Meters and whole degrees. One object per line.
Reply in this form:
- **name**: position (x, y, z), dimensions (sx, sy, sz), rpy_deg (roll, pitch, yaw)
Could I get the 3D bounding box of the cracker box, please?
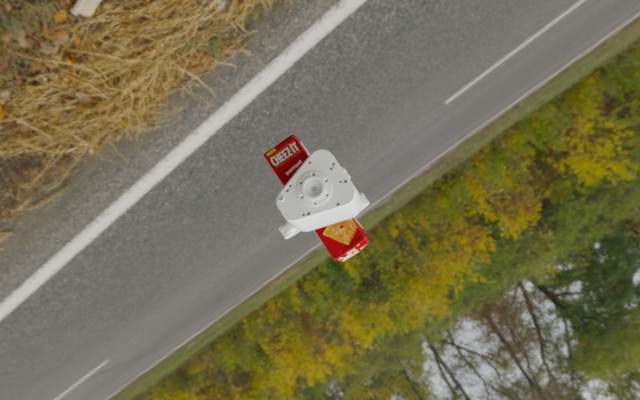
- **cracker box**: position (0.000, 0.003, 0.849), dimensions (0.072, 0.213, 0.164), rpy_deg (-34, -11, 1)
